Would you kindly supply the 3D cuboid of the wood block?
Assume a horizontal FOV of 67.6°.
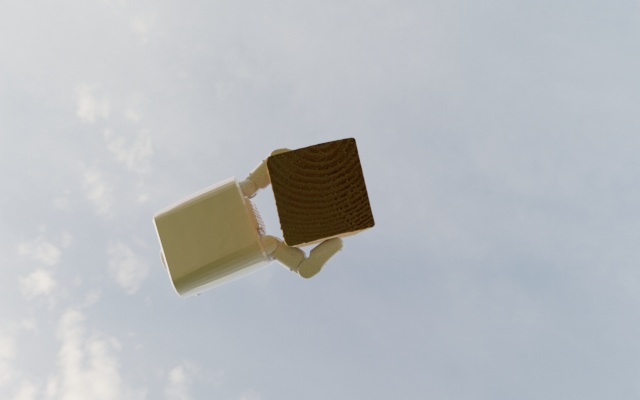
[{"bbox_3d":[0.000,0.002,0.551,0.090,0.091,0.206,-13,-5,-2],"label":"wood block"}]
